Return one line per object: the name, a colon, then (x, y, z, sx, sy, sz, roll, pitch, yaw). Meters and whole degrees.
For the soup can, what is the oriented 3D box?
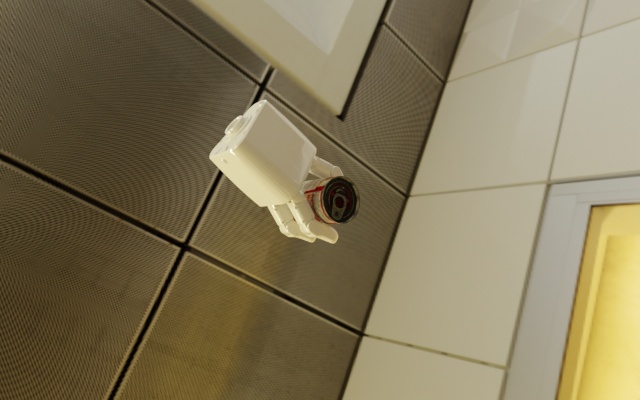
soup can: (0.000, 0.003, 0.709, 0.068, 0.068, 0.102, 0, -4, -37)
